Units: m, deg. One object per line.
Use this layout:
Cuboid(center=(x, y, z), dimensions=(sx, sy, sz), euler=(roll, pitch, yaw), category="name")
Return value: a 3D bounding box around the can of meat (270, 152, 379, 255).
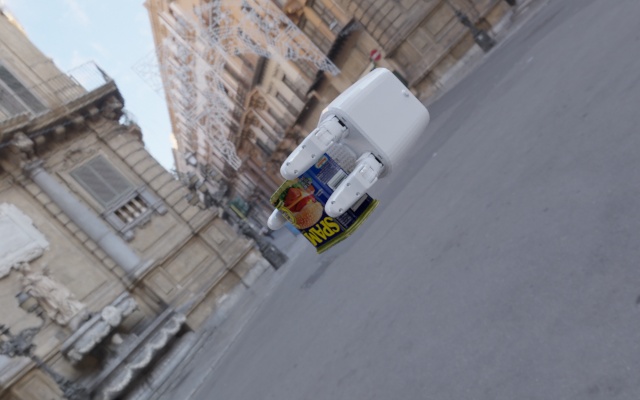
Cuboid(center=(0.000, 0.002, 0.512), dimensions=(0.057, 0.084, 0.102), euler=(-47, 3, -31), category="can of meat")
